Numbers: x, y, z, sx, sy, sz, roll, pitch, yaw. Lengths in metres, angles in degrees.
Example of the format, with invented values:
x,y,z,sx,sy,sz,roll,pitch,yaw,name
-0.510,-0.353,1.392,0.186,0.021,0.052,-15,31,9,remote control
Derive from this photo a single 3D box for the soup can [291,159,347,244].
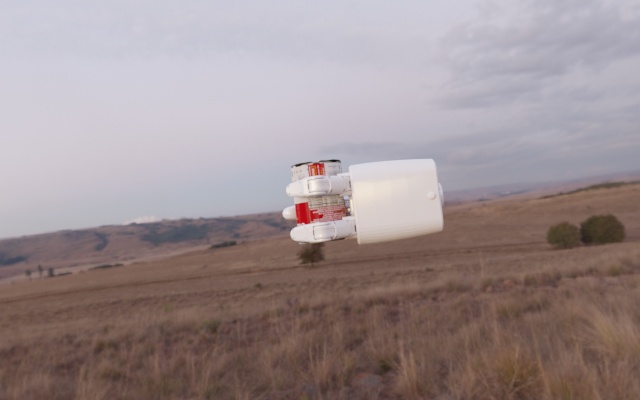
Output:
x,y,z,sx,sy,sz,roll,pitch,yaw,name
0.000,0.002,0.620,0.068,0.102,0.068,-7,-2,0,soup can
